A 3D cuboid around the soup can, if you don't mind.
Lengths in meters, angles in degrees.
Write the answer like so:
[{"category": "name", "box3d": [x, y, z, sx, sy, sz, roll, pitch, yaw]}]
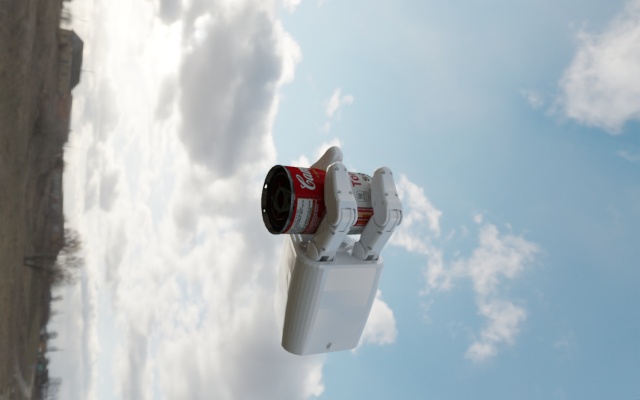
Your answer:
[{"category": "soup can", "box3d": [0.000, 0.001, 0.482, 0.102, 0.068, 0.068, 3, -2, -31]}]
